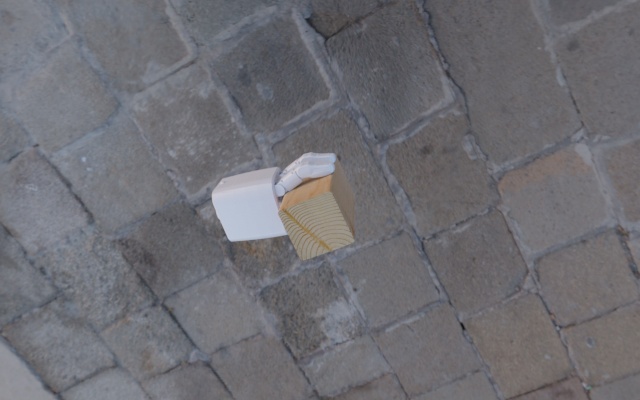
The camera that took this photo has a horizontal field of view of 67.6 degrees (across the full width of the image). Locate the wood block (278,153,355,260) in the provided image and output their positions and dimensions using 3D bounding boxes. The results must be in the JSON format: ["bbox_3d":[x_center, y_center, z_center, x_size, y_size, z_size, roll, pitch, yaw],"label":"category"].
[{"bbox_3d":[0.000,0.003,0.797,0.090,0.091,0.206,-22,18,11],"label":"wood block"}]
